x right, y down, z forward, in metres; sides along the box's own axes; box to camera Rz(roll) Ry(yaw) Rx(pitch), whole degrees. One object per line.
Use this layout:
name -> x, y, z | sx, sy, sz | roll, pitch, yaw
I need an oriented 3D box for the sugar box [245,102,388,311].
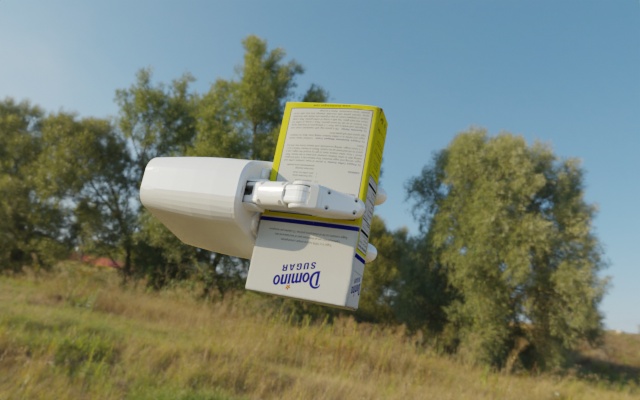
sugar box -> 0.000, 0.001, 0.425 | 0.093, 0.176, 0.048 | 7, -12, 21
